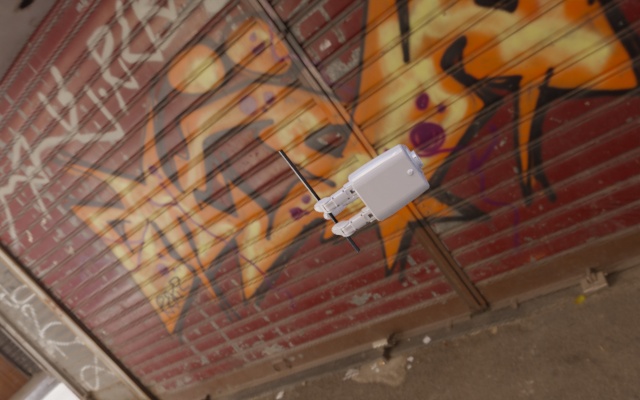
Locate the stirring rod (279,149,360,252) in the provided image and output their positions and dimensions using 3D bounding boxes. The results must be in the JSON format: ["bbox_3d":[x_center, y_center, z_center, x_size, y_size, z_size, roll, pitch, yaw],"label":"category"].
[{"bbox_3d":[0.000,0.003,0.882,0.011,0.239,0.011,-36,12,9],"label":"stirring rod"}]
